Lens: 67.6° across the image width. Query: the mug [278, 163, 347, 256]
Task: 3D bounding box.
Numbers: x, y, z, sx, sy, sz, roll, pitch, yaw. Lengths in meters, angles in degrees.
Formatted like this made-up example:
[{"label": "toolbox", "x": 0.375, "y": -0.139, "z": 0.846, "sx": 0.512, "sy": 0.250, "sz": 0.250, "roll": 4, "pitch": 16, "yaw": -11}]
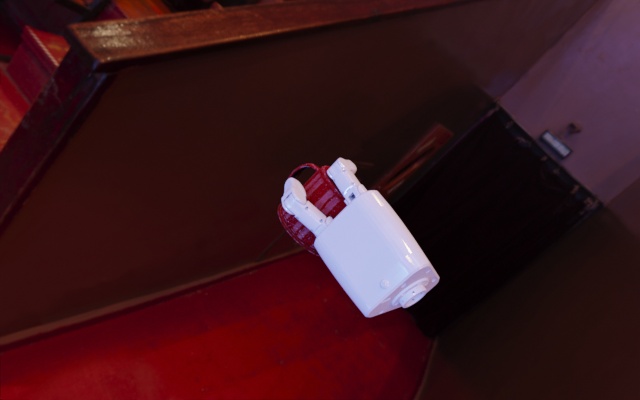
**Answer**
[{"label": "mug", "x": 0.000, "y": 0.001, "z": 0.613, "sx": 0.081, "sy": 0.117, "sz": 0.093, "roll": -46, "pitch": -28, "yaw": 19}]
